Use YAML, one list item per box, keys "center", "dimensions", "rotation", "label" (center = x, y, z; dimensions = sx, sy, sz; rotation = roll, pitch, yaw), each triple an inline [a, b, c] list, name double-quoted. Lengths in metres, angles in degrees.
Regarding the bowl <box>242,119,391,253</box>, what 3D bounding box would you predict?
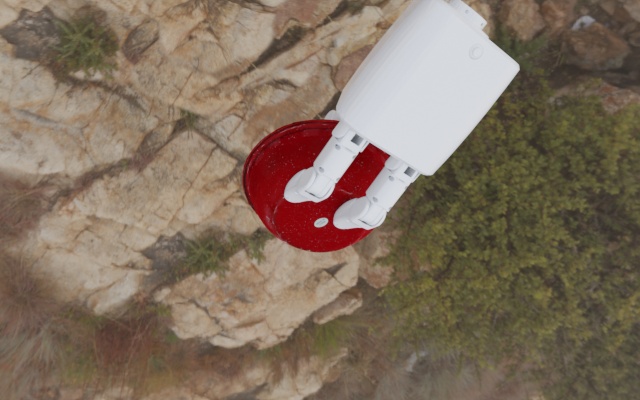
- center: [0.000, 0.003, 0.475]
  dimensions: [0.162, 0.162, 0.055]
  rotation: [0, 43, 0]
  label: "bowl"
